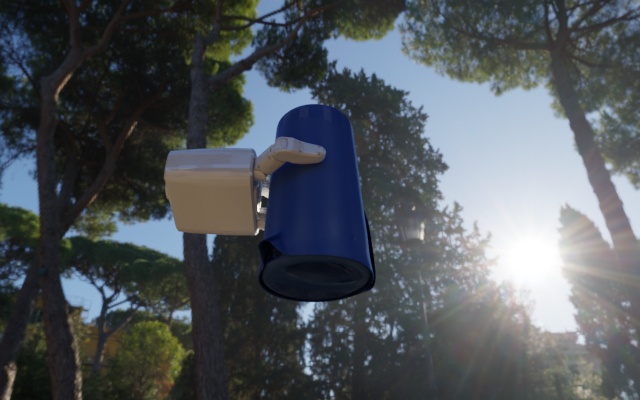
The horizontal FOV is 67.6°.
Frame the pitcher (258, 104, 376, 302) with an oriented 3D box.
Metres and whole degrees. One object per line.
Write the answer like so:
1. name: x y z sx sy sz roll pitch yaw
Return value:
1. pitcher: 0.000 0.002 0.617 0.145 0.242 0.149 0 -33 -1
